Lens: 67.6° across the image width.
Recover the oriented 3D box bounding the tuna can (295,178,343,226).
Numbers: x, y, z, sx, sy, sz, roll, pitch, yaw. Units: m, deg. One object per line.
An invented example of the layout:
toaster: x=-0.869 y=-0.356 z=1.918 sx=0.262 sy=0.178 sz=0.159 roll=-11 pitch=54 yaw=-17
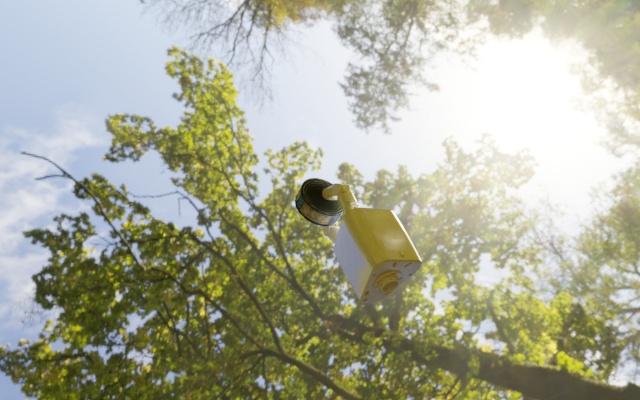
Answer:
tuna can: x=0.000 y=0.003 z=0.822 sx=0.086 sy=0.086 sz=0.034 roll=0 pitch=-43 yaw=-34
